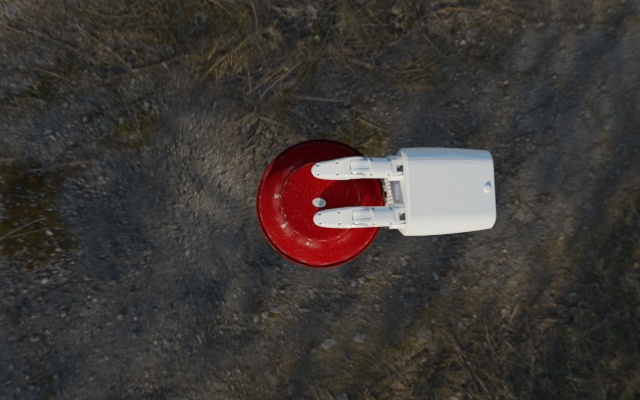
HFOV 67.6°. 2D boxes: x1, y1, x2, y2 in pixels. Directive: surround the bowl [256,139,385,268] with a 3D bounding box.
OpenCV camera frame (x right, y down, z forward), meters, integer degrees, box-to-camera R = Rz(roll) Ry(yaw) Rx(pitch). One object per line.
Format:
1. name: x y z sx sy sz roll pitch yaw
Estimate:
1. bowl: -0.001 0.002 0.569 0.162 0.162 0.055 0 -3 0
